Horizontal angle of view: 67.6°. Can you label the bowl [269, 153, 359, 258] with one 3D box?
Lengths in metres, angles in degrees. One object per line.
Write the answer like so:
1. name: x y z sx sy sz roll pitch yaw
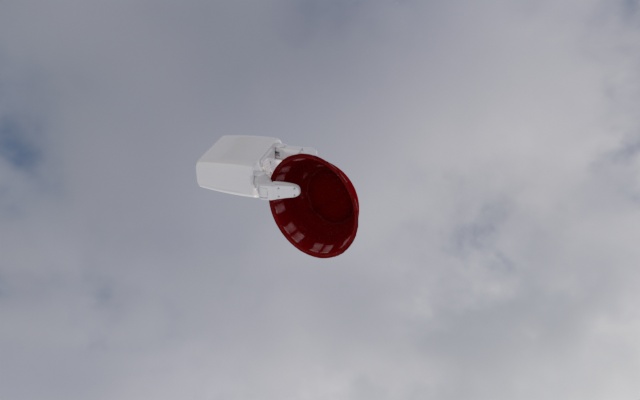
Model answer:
1. bowl: 0.001 0.003 0.714 0.162 0.162 0.055 0 19 37
